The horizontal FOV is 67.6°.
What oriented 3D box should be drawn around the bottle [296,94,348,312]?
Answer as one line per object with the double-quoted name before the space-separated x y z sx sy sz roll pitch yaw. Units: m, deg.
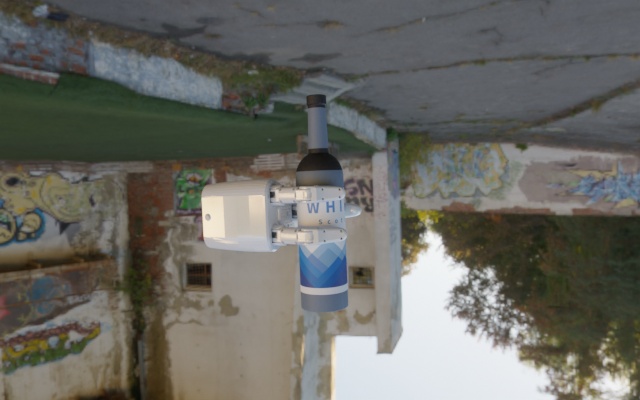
"bottle" 0.000 0.002 0.667 0.069 0.296 0.069 -2 3 0
